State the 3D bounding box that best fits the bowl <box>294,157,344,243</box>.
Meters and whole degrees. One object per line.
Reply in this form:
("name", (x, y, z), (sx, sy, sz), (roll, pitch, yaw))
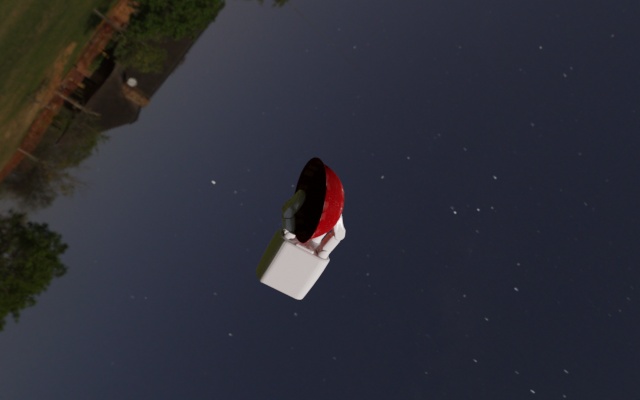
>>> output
("bowl", (0.001, 0.002, 0.894), (0.055, 0.162, 0.162), (9, -4, -22))
